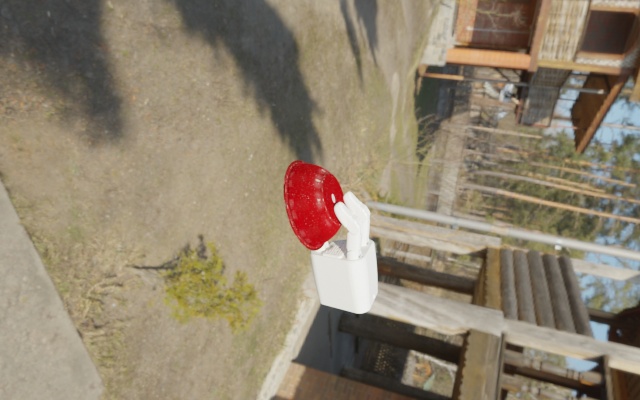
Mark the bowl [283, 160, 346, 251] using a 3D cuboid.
[{"bbox_3d":[0.000,0.002,0.822,0.055,0.162,0.162,-13,-6,25],"label":"bowl"}]
